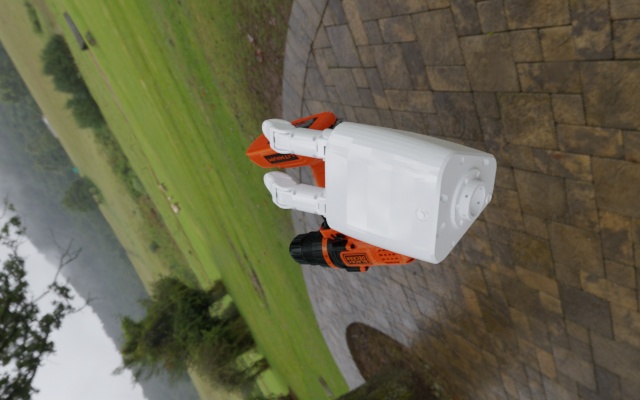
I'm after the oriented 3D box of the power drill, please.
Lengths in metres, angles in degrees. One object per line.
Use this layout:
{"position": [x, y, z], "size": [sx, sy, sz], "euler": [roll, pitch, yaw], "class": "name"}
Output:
{"position": [0.000, 0.001, 0.534], "size": [0.184, 0.188, 0.057], "euler": [-10, 35, 40], "class": "power drill"}
